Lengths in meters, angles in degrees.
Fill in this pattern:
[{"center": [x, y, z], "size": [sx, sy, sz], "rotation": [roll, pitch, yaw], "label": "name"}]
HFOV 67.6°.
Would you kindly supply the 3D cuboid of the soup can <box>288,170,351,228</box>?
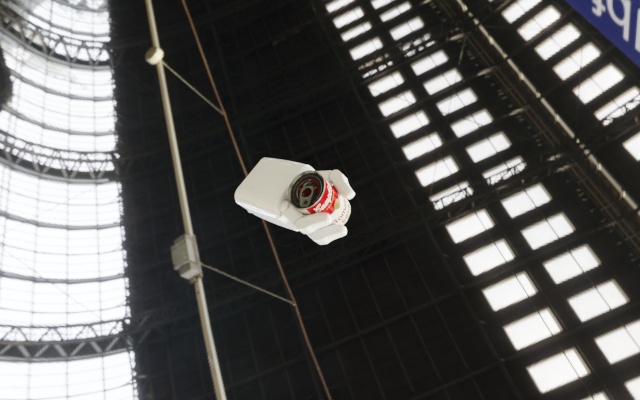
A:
[{"center": [0.001, 0.003, 0.795], "size": [0.068, 0.068, 0.102], "rotation": [0, -24, 31], "label": "soup can"}]
